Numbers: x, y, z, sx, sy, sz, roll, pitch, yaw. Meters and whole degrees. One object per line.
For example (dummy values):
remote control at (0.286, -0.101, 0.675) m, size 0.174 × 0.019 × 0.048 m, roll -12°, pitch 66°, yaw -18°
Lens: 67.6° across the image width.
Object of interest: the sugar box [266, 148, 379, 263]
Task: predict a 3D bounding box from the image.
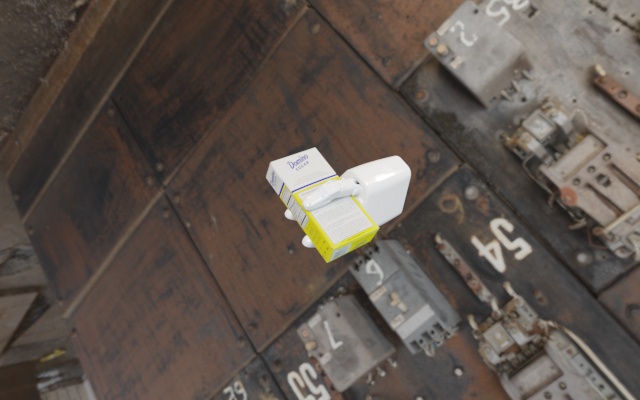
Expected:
sugar box at (0.000, 0.003, 0.746) m, size 0.093 × 0.176 × 0.048 m, roll -22°, pitch -28°, yaw -32°
